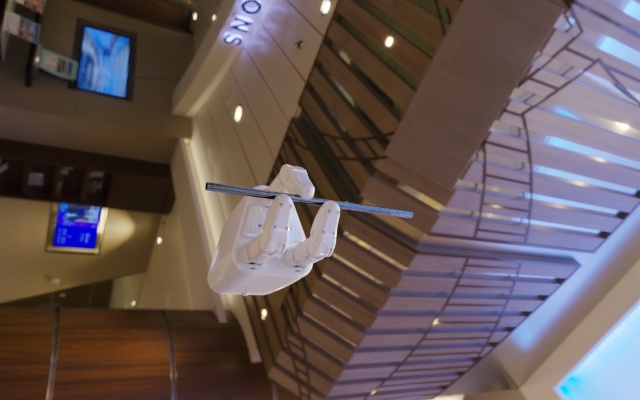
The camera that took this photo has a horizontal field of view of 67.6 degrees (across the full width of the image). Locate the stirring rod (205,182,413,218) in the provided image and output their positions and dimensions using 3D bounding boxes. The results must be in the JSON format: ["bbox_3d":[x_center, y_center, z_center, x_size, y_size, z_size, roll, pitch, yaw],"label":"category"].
[{"bbox_3d":[0.000,0.002,0.495,0.239,0.011,0.011,8,-4,-29],"label":"stirring rod"}]
